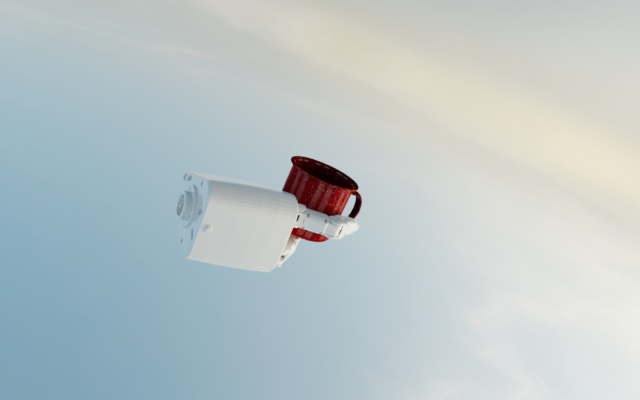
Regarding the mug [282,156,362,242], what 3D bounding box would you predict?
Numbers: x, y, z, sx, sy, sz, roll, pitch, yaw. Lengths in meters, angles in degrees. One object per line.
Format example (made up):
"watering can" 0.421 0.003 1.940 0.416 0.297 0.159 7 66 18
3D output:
"mug" 0.001 0.002 0.616 0.117 0.081 0.093 14 20 -31
